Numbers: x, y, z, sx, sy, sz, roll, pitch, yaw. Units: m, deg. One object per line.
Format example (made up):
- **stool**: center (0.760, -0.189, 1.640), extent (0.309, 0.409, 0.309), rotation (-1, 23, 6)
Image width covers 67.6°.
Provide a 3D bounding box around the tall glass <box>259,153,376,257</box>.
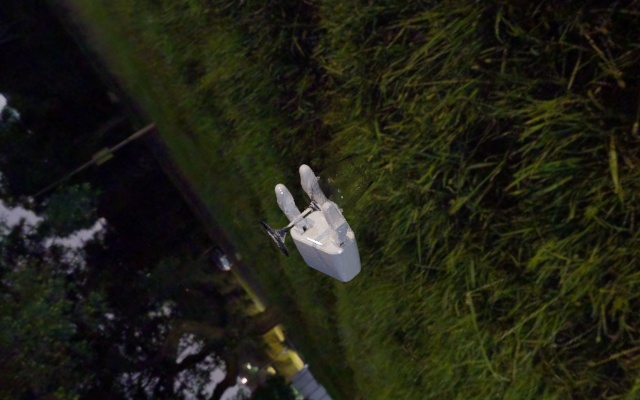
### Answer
- **tall glass**: center (0.000, 0.003, 0.792), extent (0.201, 0.079, 0.079), rotation (-39, 13, -16)
